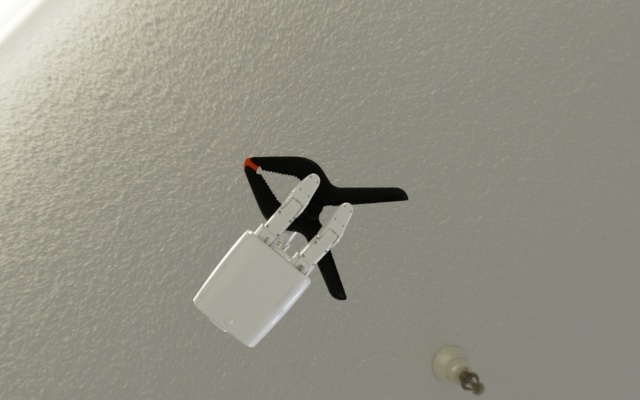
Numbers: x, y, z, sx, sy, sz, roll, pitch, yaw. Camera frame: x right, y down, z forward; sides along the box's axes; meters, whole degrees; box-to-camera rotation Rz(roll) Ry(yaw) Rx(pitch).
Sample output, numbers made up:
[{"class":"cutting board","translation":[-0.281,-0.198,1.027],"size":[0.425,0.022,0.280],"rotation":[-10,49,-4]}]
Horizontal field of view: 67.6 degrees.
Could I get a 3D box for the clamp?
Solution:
[{"class":"clamp","translation":[-0.001,0.002,0.602],"size":[0.210,0.164,0.036],"rotation":[41,-8,-10]}]
